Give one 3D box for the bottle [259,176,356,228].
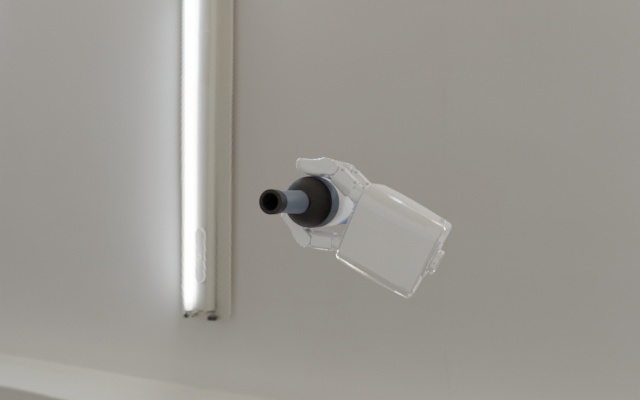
[{"bbox_3d":[0.000,0.002,0.644,0.069,0.069,0.296,0,0,21],"label":"bottle"}]
